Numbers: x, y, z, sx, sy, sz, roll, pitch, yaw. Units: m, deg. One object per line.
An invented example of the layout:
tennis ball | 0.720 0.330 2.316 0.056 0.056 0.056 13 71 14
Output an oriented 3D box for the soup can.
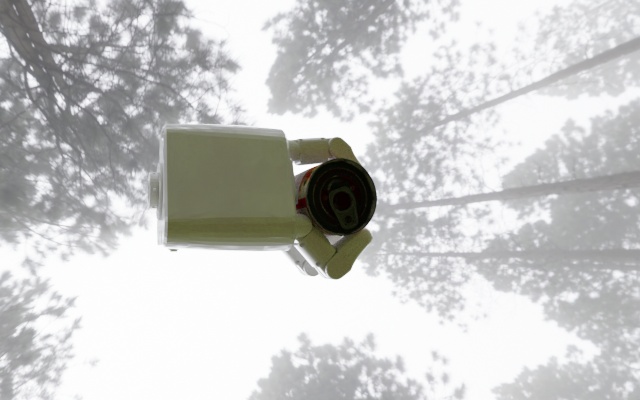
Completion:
soup can | 0.000 0.001 0.459 0.068 0.068 0.102 0 -5 -23
